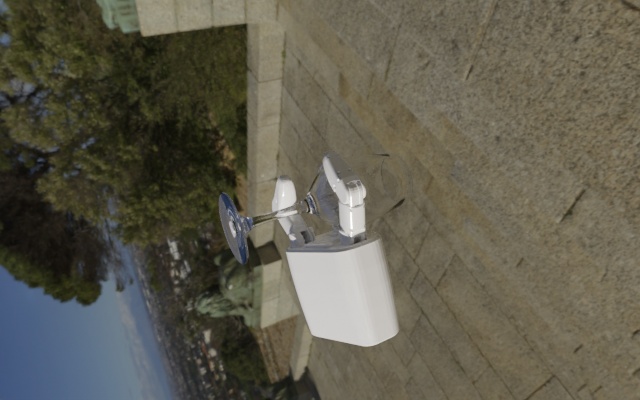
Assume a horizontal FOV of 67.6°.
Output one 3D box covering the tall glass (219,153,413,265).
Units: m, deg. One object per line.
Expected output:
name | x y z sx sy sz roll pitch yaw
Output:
tall glass | -0.001 0.002 0.509 0.201 0.079 0.079 -17 7 -24
